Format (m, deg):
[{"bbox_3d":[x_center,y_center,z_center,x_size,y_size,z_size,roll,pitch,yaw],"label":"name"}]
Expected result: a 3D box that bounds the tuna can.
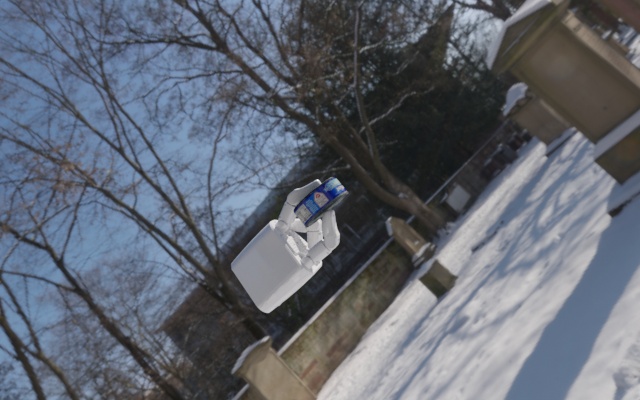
[{"bbox_3d":[0.000,0.002,0.735,0.086,0.034,0.086,-39,-6,-5],"label":"tuna can"}]
